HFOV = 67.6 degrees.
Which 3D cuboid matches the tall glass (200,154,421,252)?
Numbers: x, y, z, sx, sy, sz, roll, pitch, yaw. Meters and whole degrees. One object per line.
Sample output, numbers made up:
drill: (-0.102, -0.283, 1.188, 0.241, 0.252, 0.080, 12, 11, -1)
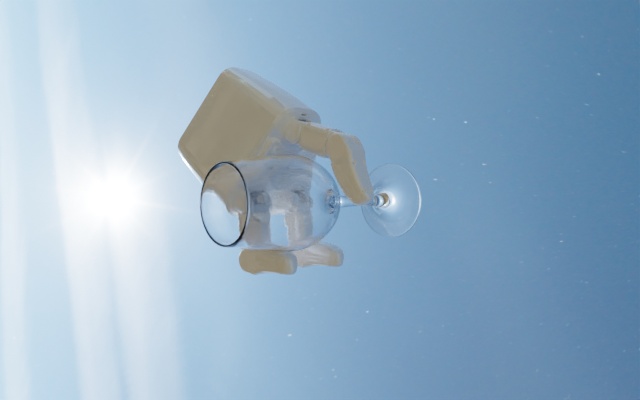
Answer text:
tall glass: (0.001, 0.001, 0.410, 0.079, 0.079, 0.201, 0, 1, 44)
